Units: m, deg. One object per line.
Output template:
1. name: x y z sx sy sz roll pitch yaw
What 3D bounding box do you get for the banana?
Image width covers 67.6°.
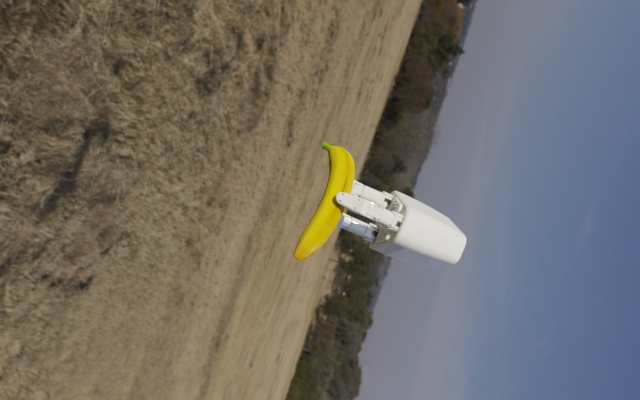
1. banana: 0.013 -0.004 0.699 0.037 0.197 0.069 32 -29 -31
